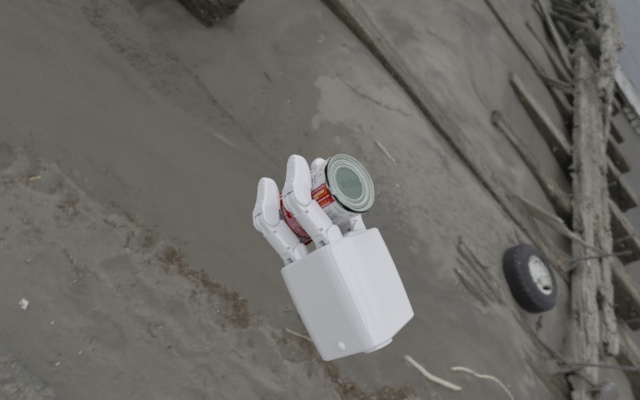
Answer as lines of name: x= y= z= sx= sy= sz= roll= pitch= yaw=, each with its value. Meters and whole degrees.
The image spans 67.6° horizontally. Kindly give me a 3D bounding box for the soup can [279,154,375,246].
soup can: x=0.000 y=0.001 z=0.514 sx=0.068 sy=0.068 sz=0.102 roll=0 pitch=-23 yaw=-43
